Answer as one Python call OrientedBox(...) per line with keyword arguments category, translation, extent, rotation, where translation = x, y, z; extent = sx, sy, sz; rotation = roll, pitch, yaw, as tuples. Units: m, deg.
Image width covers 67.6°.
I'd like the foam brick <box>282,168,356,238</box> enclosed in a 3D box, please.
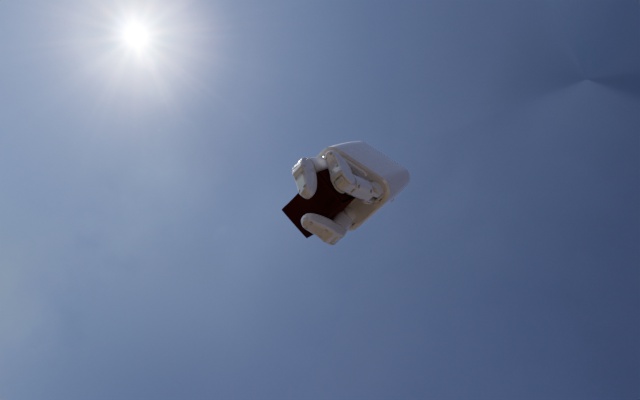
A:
OrientedBox(category="foam brick", translation=(0.000, 0.002, 0.625), extent=(0.078, 0.053, 0.051), rotation=(-44, -9, 29))
